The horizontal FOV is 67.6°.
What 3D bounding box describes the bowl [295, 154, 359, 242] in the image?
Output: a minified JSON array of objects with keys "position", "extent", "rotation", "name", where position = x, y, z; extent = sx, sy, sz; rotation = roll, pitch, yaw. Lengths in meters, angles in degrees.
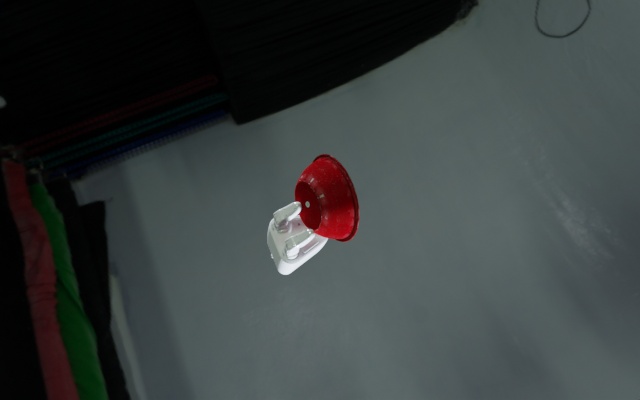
[{"position":[0.000,0.002,0.838],"extent":[0.055,0.162,0.162],"rotation":[-16,8,-28],"name":"bowl"}]
